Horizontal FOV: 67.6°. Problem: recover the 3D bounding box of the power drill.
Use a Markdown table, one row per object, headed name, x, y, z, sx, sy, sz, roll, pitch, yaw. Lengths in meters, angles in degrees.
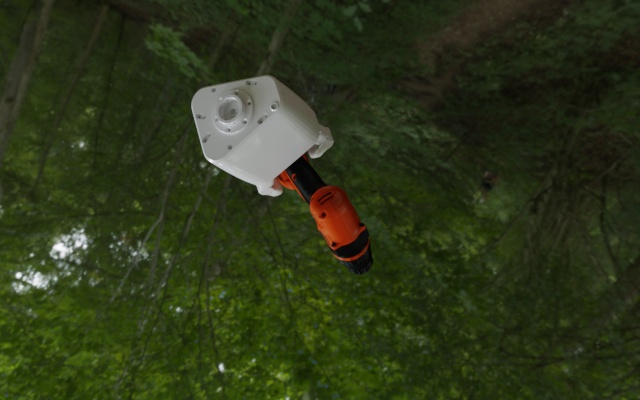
| name | x | y | z | sx | sy | sz | roll | pitch | yaw |
| --- | --- | --- | --- | --- | --- | --- | --- | --- | --- |
| power drill | 0.000 | 0.002 | 0.645 | 0.057 | 0.187 | 0.185 | -35 | -36 | -7 |
